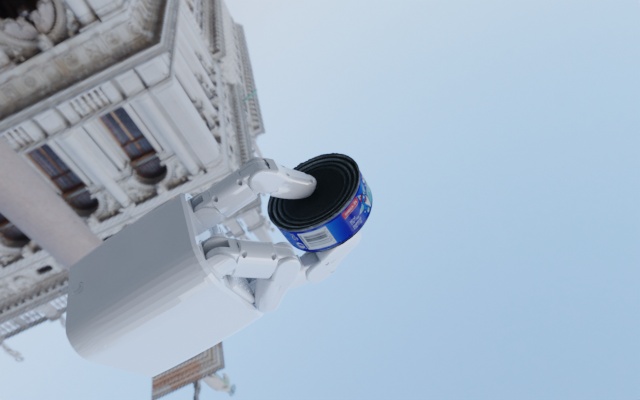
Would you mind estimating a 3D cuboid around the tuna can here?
[{"bbox_3d":[0.000,0.002,0.405,0.086,0.086,0.034,0,-41,35],"label":"tuna can"}]
